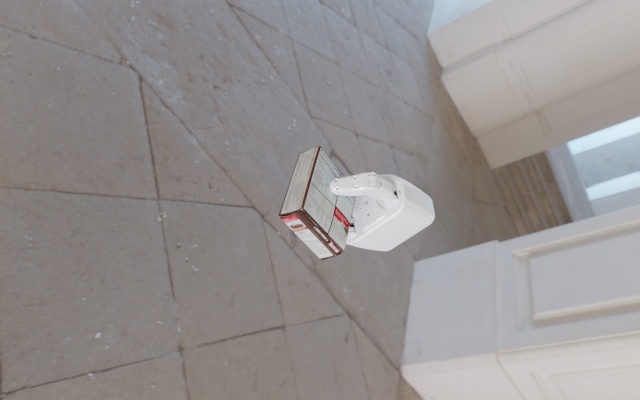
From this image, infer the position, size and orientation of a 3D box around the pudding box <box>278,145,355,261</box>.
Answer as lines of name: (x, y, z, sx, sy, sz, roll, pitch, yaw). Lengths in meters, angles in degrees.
pudding box: (0.000, 0.002, 0.590, 0.039, 0.113, 0.090, -21, -53, 31)
